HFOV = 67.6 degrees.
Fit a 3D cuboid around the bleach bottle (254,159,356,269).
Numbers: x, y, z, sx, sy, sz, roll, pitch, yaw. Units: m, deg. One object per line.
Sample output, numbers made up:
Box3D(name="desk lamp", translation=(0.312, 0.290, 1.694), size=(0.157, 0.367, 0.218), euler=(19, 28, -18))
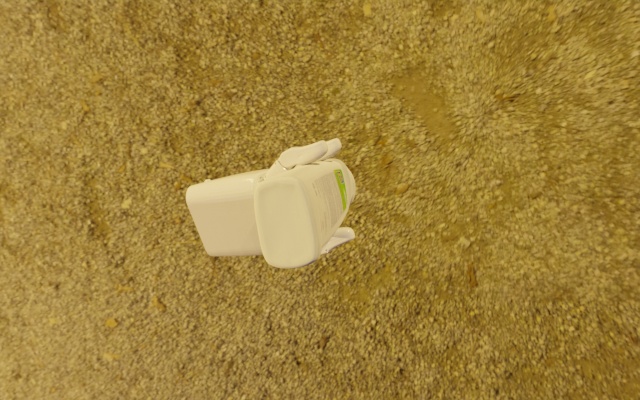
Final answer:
Box3D(name="bleach bottle", translation=(0.000, 0.002, 0.612), size=(0.068, 0.102, 0.251), euler=(-7, 7, 19))
